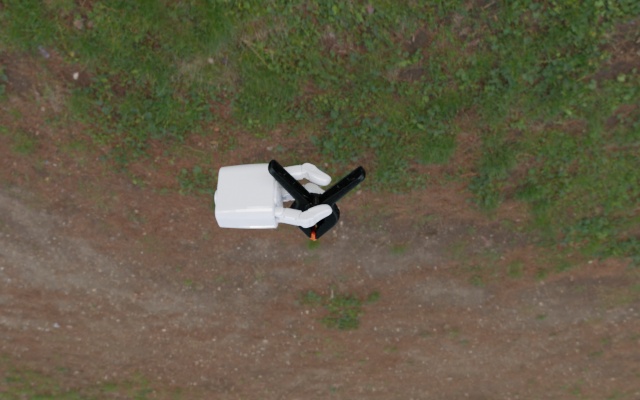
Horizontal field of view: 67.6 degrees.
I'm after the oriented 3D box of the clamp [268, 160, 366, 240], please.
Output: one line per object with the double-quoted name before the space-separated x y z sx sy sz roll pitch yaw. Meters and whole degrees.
"clamp" 0.000 0.004 0.868 0.164 0.036 0.210 1 -39 7
